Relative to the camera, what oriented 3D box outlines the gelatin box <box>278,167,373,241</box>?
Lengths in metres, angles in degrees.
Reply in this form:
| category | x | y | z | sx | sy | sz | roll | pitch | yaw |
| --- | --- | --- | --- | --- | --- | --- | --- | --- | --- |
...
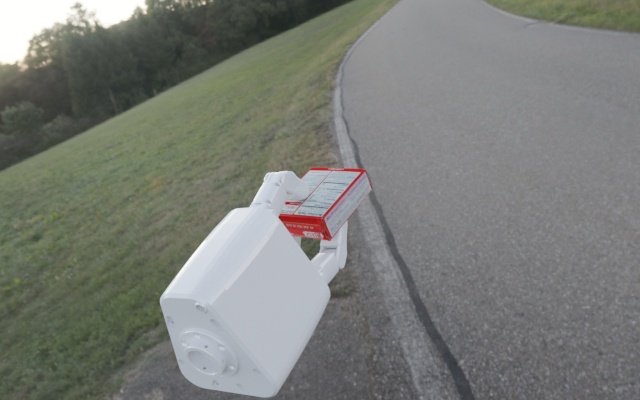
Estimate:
| category | x | y | z | sx | sy | sz | roll | pitch | yaw |
| --- | --- | --- | --- | --- | --- | --- | --- | --- | --- |
| gelatin box | 0.000 | 0.001 | 0.493 | 0.073 | 0.030 | 0.089 | 4 | 39 | 39 |
